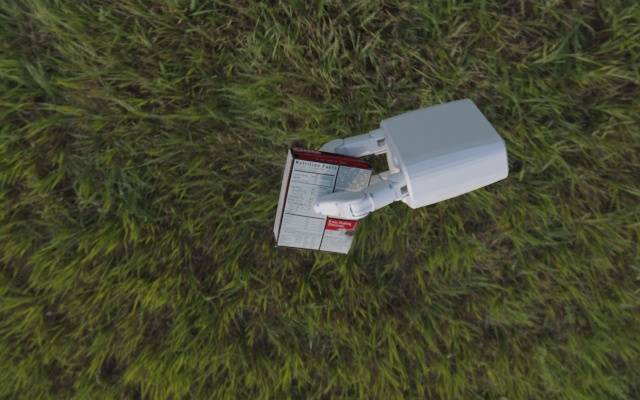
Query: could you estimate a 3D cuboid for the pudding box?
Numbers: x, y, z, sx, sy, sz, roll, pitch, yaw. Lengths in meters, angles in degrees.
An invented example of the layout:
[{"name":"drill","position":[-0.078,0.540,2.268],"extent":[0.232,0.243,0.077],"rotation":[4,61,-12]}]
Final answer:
[{"name":"pudding box","position":[0.000,0.002,0.533],"extent":[0.090,0.113,0.039],"rotation":[8,23,-12]}]
